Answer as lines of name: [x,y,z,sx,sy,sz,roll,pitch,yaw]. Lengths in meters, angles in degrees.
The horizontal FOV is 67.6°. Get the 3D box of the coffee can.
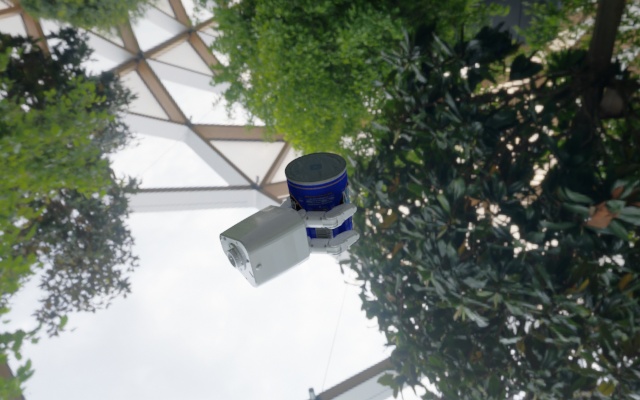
coffee can: [0.000,0.002,0.815,0.103,0.140,0.102,-6,31,4]
